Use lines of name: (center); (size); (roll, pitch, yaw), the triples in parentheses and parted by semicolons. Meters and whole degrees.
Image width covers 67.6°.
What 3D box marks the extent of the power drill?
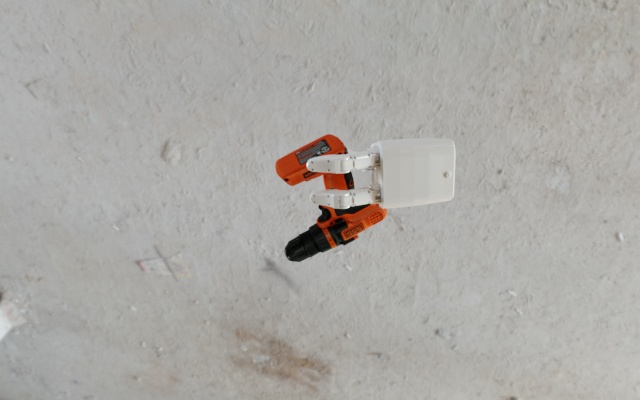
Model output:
power drill: (0.000, 0.002, 0.748); (0.184, 0.188, 0.057); (-29, 41, -2)
